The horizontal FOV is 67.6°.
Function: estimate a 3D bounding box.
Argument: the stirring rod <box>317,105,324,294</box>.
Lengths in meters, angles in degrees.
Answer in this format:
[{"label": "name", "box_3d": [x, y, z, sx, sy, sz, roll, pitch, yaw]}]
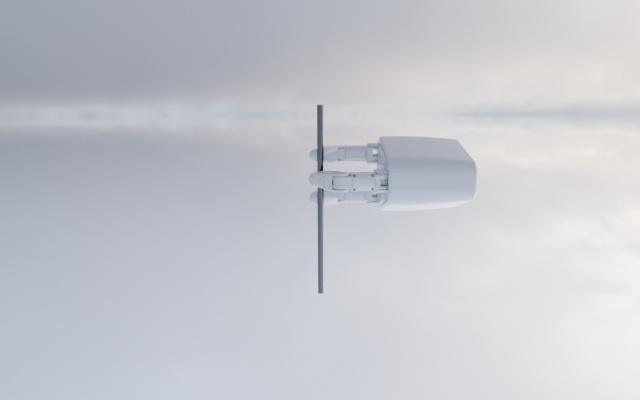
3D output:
[{"label": "stirring rod", "box_3d": [0.000, 0.002, 0.602, 0.011, 0.239, 0.011, 0, 10, 0]}]
